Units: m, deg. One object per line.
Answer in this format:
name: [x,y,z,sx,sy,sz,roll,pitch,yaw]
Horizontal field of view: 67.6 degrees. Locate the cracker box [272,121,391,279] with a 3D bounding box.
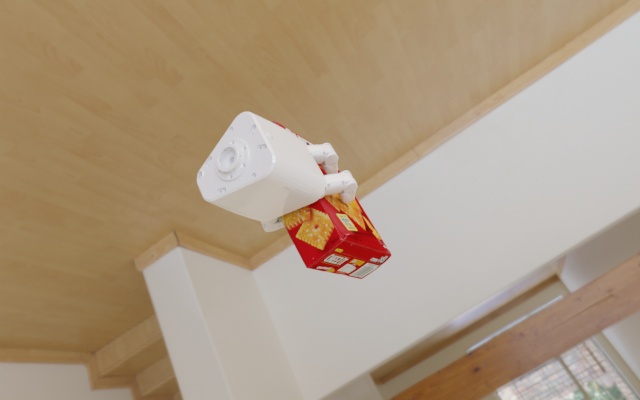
cracker box: [0.000,0.003,0.694,0.072,0.213,0.164,-39,-29,17]
